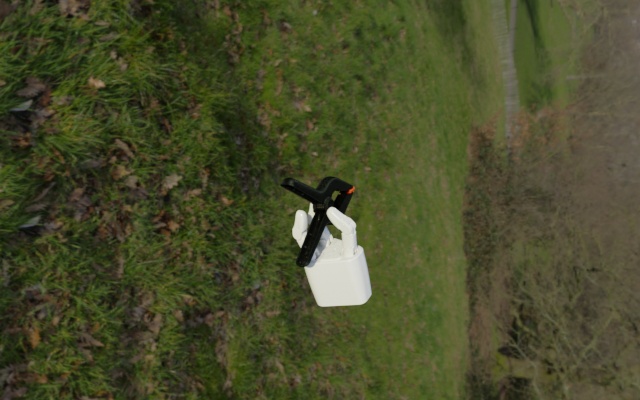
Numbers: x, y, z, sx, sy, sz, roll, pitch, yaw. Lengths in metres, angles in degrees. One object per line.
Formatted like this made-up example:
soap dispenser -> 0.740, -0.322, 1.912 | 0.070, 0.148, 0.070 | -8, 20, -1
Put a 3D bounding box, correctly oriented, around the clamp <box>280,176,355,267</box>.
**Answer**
clamp -> 0.001, 0.003, 0.890 | 0.036, 0.165, 0.210 | 3, 29, 34
